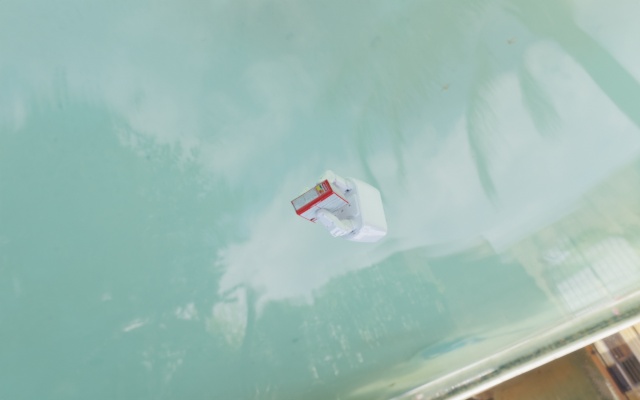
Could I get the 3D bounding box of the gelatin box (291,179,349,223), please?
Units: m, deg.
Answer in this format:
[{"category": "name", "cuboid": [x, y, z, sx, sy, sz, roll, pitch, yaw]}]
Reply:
[{"category": "gelatin box", "cuboid": [0.000, 0.003, 0.821, 0.073, 0.030, 0.089, -32, -21, 12]}]
